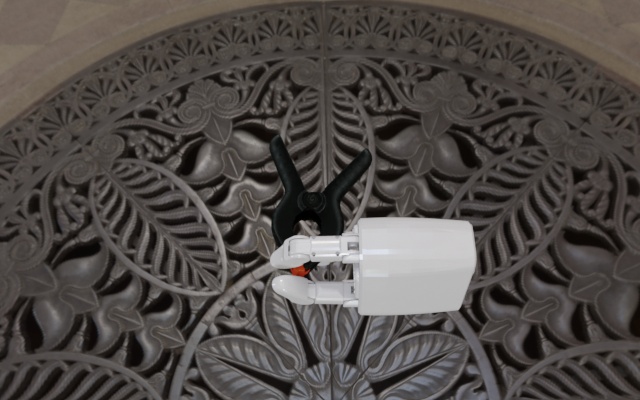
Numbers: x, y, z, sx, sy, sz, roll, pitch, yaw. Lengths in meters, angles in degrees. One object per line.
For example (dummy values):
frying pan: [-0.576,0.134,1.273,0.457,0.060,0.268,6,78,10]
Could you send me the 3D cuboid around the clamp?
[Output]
clamp: [0.000,0.002,0.530,0.120,0.171,0.039,-1,-24,3]
